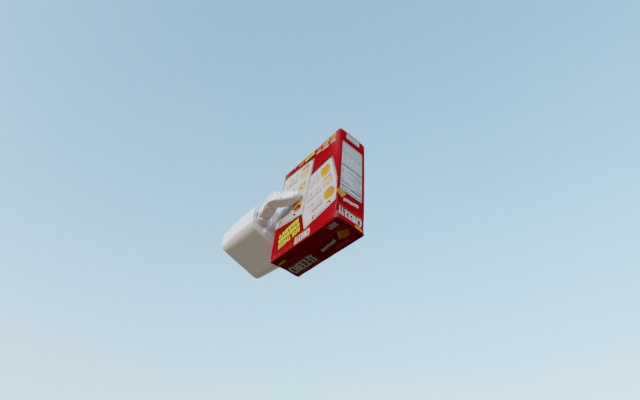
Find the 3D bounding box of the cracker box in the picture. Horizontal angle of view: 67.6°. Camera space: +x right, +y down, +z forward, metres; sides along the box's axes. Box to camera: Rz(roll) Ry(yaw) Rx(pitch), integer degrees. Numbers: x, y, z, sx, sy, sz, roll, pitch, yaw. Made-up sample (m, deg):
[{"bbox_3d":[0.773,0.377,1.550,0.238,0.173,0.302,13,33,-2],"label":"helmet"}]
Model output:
[{"bbox_3d":[0.000,0.002,0.825,0.072,0.213,0.164,33,-50,-26],"label":"cracker box"}]
